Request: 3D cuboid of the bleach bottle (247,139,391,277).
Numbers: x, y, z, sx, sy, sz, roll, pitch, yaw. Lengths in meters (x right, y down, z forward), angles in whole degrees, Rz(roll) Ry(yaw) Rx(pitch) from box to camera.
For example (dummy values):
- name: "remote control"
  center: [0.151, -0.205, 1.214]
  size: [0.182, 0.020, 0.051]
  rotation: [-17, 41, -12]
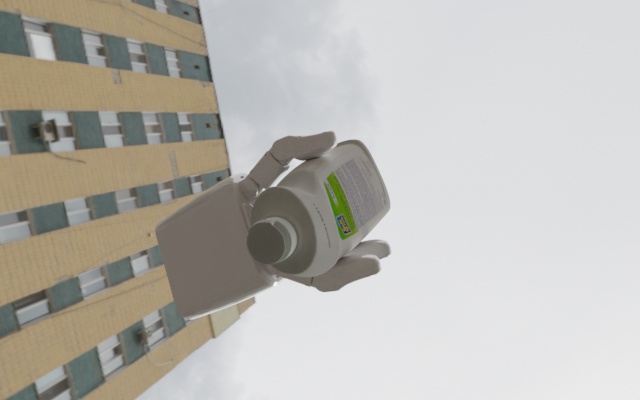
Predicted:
- name: "bleach bottle"
  center: [0.000, 0.001, 0.431]
  size: [0.068, 0.102, 0.251]
  rotation: [-26, 0, 21]
